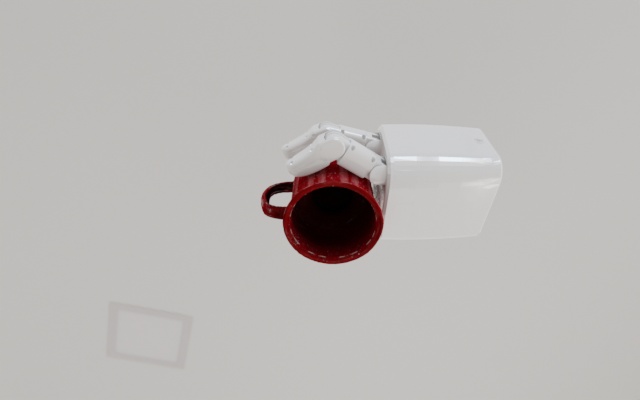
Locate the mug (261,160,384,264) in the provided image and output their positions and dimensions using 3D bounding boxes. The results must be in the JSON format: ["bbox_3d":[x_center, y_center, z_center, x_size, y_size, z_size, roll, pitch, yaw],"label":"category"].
[{"bbox_3d":[-0.001,0.001,0.473,0.117,0.093,0.081,1,32,0],"label":"mug"}]
